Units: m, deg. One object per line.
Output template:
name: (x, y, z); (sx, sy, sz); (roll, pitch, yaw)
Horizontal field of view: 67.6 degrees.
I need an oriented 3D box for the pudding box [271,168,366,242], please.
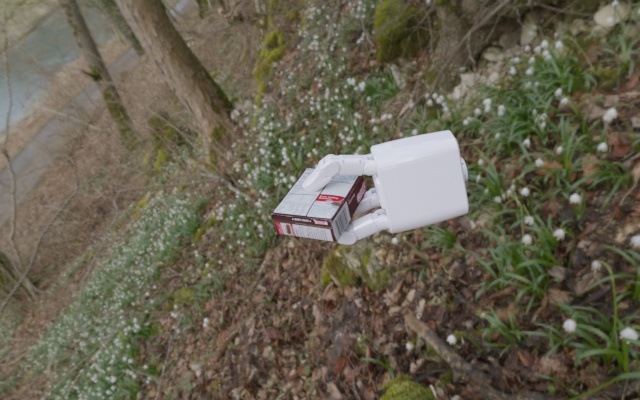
pudding box: (0.000, 0.002, 0.639); (0.090, 0.039, 0.113); (5, 37, 27)
